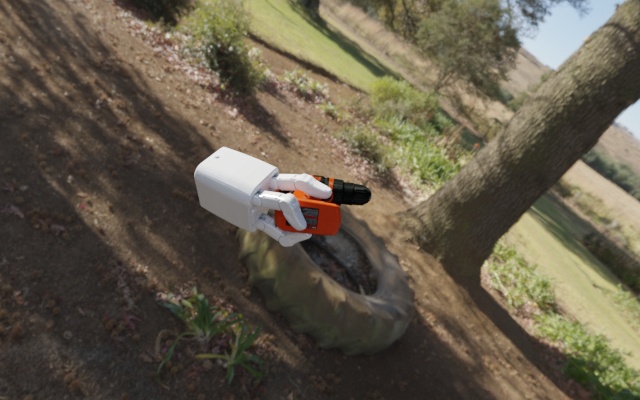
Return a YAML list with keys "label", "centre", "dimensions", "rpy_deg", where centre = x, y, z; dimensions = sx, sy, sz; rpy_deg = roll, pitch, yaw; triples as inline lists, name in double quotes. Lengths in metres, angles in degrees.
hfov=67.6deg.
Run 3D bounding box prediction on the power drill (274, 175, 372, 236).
- label: "power drill"
  centre: [0.000, 0.003, 0.833]
  dimensions: [0.184, 0.057, 0.187]
  rpy_deg: [5, 16, 2]
